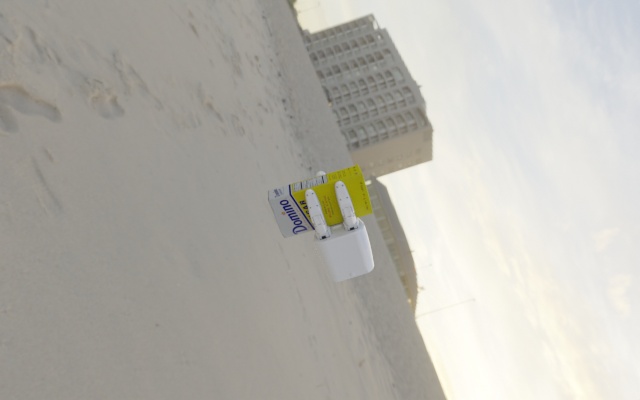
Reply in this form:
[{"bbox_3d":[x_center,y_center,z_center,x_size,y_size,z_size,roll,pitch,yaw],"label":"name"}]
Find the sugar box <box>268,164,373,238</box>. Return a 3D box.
[{"bbox_3d":[0.000,0.003,0.883,0.176,0.093,0.048,-18,32,2],"label":"sugar box"}]
